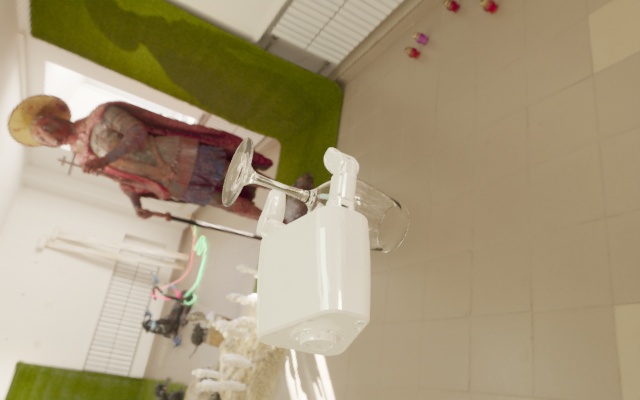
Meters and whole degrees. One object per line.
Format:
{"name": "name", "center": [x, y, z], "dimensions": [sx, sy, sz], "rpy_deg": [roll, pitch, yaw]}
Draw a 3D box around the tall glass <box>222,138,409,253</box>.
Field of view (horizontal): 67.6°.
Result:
{"name": "tall glass", "center": [0.000, 0.001, 0.525], "dimensions": [0.201, 0.079, 0.079], "rpy_deg": [20, -8, -24]}
